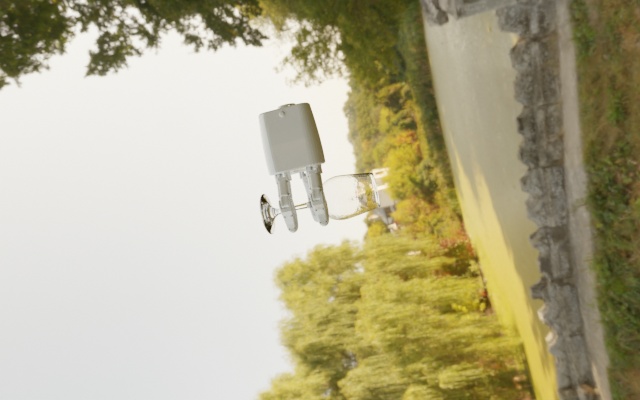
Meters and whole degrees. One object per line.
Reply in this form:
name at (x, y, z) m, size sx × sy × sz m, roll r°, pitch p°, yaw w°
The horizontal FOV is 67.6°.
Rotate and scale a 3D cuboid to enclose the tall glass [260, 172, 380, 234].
tall glass at (0.000, 0.003, 0.836) m, size 0.201 × 0.079 × 0.079 m, roll -12°, pitch -2°, yaw 10°
